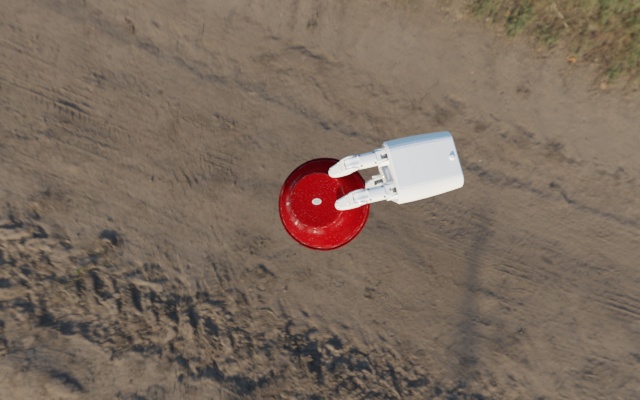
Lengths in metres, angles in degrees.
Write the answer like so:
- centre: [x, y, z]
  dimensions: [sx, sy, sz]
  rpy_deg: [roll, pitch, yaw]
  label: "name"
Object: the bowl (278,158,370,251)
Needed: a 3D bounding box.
- centre: [-0.001, 0.003, 0.796]
  dimensions: [0.162, 0.162, 0.055]
  rpy_deg: [0, -7, 12]
  label: "bowl"
